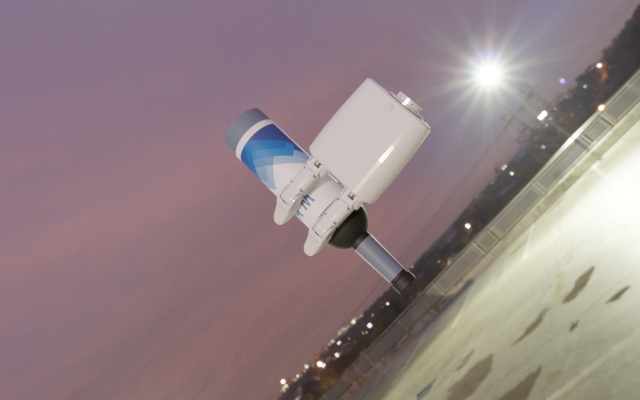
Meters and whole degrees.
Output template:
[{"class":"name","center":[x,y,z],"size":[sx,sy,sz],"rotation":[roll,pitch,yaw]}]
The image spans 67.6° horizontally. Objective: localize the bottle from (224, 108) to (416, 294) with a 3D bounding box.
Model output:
[{"class":"bottle","center":[0.000,0.002,0.596],"size":[0.295,0.069,0.069],"rotation":[44,14,15]}]
